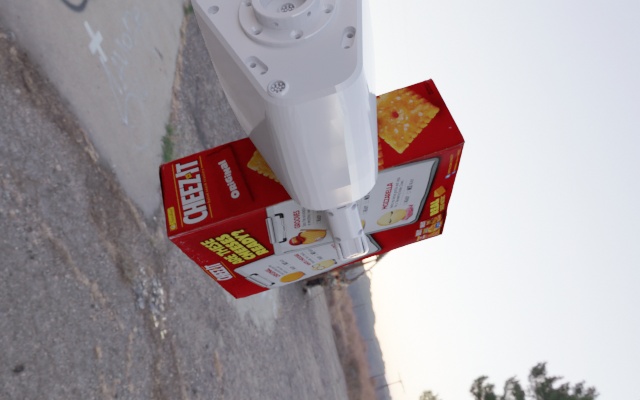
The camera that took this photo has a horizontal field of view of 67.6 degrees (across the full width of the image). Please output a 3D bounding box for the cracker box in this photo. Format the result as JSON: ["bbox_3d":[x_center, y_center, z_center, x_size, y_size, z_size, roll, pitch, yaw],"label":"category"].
[{"bbox_3d":[0.000,0.001,0.405,0.214,0.072,0.164,-17,-28,0],"label":"cracker box"}]
